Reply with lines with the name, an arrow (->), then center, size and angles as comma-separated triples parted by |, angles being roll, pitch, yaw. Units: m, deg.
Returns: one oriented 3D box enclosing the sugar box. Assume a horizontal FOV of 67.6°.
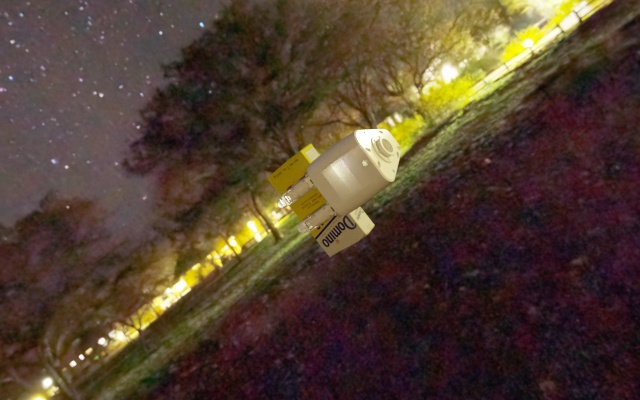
sugar box -> 0.000, 0.003, 0.805 | 0.093, 0.176, 0.048 | -36, 3, 36
